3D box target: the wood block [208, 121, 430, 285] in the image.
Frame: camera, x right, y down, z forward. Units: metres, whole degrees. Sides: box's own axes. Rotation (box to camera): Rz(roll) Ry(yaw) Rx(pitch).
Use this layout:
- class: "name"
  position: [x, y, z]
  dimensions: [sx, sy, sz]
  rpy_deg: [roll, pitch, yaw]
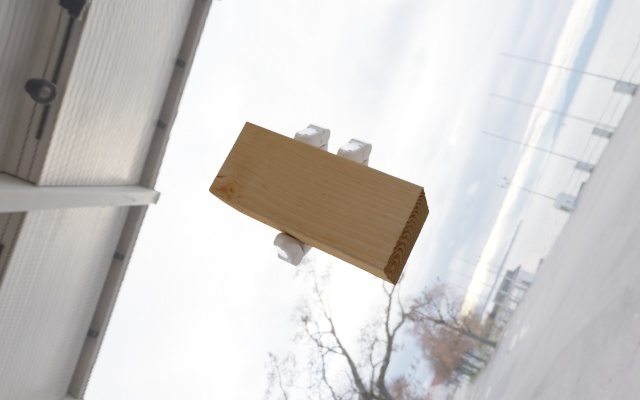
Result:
- class: "wood block"
  position: [0.000, 0.002, 0.510]
  dimensions: [0.206, 0.091, 0.090]
  rpy_deg: [22, -10, 22]
